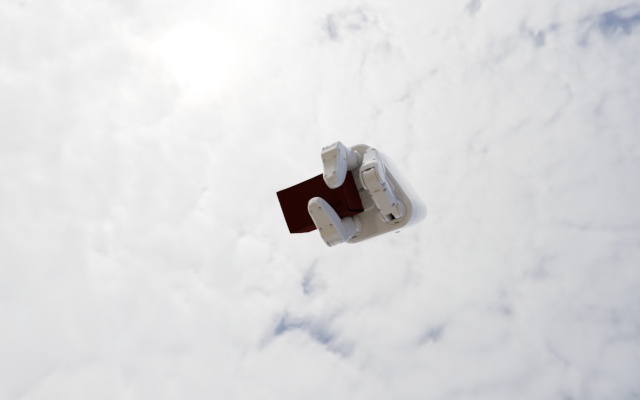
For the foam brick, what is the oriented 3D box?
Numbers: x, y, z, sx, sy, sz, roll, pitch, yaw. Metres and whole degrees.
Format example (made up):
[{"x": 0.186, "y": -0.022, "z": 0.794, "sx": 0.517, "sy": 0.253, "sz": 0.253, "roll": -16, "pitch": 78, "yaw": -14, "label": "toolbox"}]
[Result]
[{"x": 0.000, "y": 0.002, "z": 0.543, "sx": 0.078, "sy": 0.053, "sz": 0.051, "roll": -21, "pitch": -9, "yaw": 22, "label": "foam brick"}]
